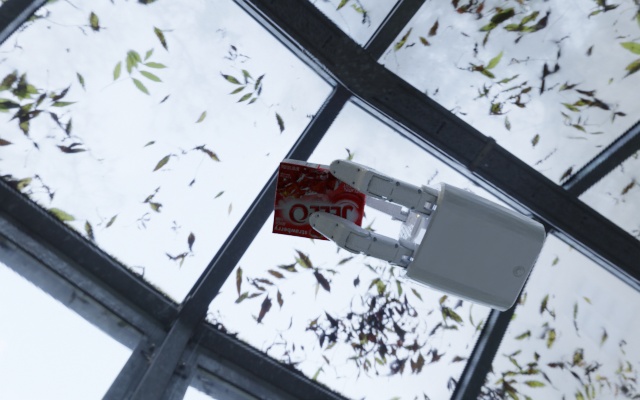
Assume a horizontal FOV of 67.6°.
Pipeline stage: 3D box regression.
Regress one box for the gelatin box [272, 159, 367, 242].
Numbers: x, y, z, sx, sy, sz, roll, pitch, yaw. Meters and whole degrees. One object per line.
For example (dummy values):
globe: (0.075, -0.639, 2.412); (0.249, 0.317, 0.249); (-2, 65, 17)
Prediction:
gelatin box: (0.000, 0.001, 0.475); (0.089, 0.073, 0.030); (8, 13, 4)
